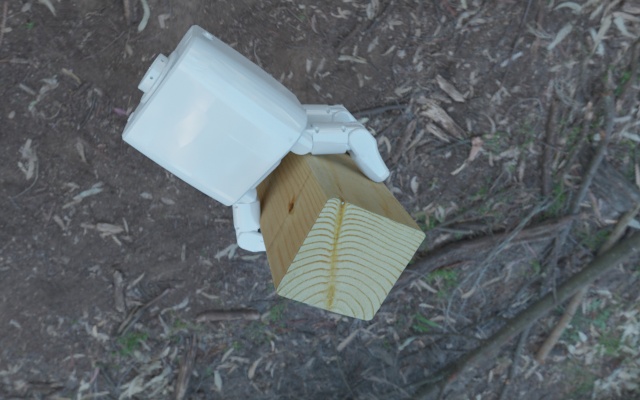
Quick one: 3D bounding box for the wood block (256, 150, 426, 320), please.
[{"bbox_3d":[0.000,0.002,0.446,0.090,0.091,0.206,21,20,-23],"label":"wood block"}]
